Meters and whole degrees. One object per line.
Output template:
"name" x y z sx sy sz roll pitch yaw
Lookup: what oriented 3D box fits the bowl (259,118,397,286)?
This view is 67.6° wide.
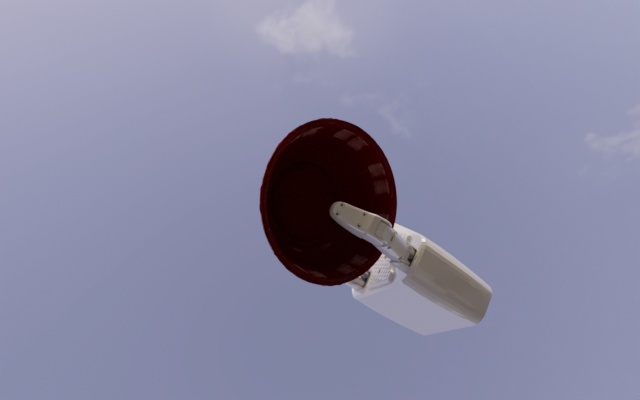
"bowl" -0.001 0.001 0.481 0.162 0.162 0.055 0 0 -34
